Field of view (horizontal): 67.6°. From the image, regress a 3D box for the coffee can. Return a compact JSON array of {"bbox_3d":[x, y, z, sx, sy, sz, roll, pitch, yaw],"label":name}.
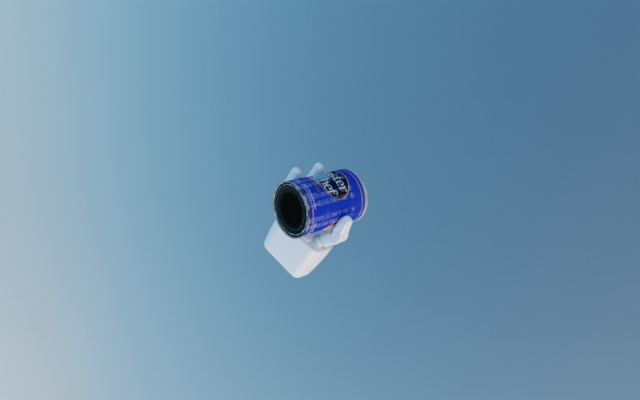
[{"bbox_3d":[0.000,0.003,0.858,0.140,0.103,0.103,-14,9,-39],"label":"coffee can"}]
